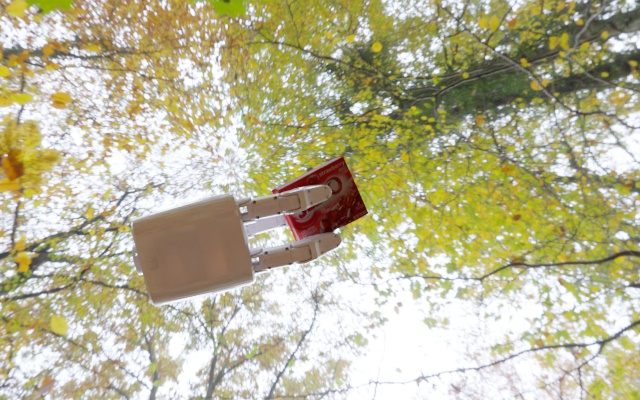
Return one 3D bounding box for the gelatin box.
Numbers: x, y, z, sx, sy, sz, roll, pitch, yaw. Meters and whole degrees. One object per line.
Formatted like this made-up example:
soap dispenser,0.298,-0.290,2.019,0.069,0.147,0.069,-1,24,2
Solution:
gelatin box,0.000,0.002,0.542,0.089,0.073,0.030,-28,10,-16
